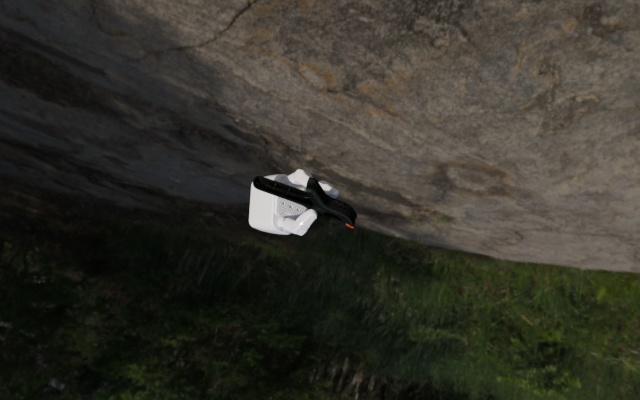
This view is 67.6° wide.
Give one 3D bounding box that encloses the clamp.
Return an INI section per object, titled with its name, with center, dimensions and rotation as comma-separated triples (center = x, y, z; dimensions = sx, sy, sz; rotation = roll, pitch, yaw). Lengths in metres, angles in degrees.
[clamp]
center = 0.000, 0.004, 0.863
dimensions = 0.210, 0.036, 0.164
rotation = 26, -13, -33
